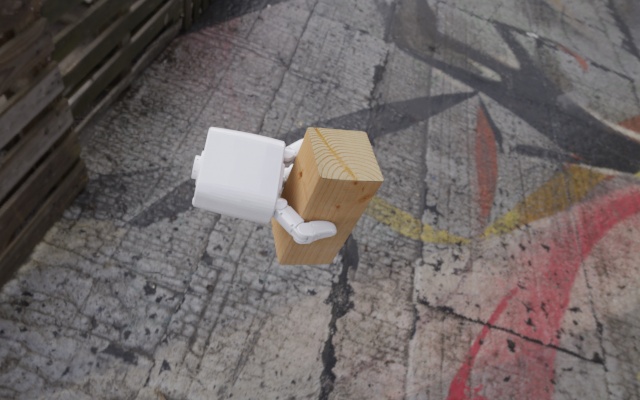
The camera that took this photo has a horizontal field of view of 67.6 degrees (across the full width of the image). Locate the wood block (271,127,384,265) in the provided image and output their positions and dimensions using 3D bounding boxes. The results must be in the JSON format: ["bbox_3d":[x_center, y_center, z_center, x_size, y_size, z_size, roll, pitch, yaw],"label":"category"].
[{"bbox_3d":[0.000,0.002,0.691,0.090,0.090,0.206,2,-38,-21],"label":"wood block"}]
